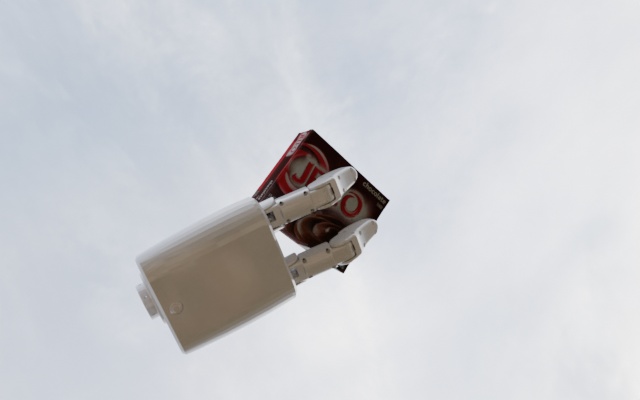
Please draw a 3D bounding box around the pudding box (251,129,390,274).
[{"bbox_3d":[0.000,0.002,0.461,0.113,0.090,0.039,41,-15,-24],"label":"pudding box"}]
